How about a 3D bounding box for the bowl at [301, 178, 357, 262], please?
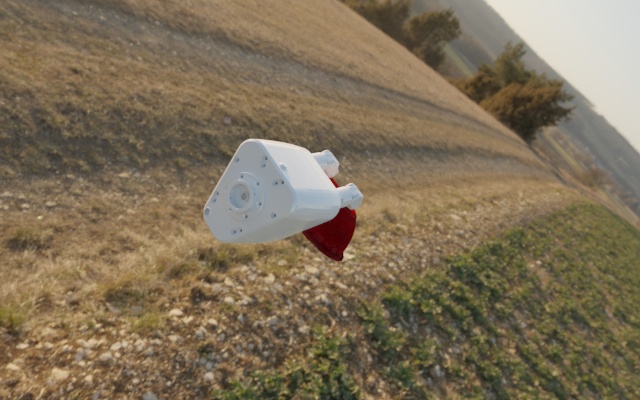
[{"bbox_3d":[0.001,0.002,0.650,0.055,0.162,0.162,-38,-8,10],"label":"bowl"}]
